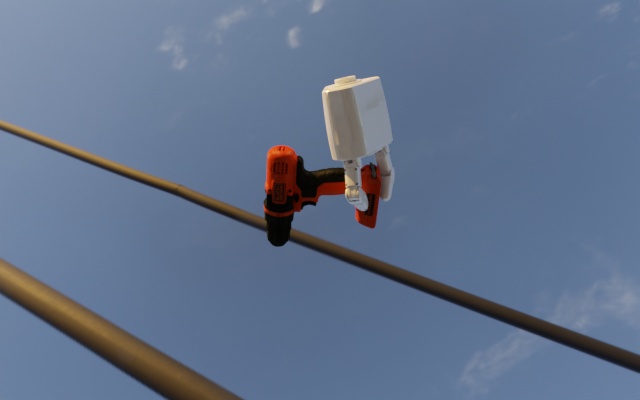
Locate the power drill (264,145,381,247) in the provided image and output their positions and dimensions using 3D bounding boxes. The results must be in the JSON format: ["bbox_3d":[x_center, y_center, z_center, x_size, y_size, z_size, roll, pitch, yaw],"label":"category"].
[{"bbox_3d":[0.001,0.002,0.788,0.187,0.184,0.057,3,32,-4],"label":"power drill"}]
